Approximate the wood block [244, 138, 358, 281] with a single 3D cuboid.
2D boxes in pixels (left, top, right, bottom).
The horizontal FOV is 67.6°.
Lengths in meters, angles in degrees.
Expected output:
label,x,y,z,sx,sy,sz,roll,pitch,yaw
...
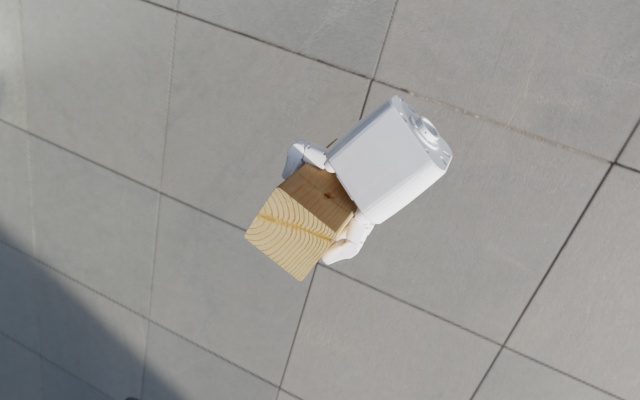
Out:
label,x,y,z,sx,sy,sz,roll,pitch,yaw
wood block,0.000,0.002,0.638,0.091,0.090,0.206,39,31,3
